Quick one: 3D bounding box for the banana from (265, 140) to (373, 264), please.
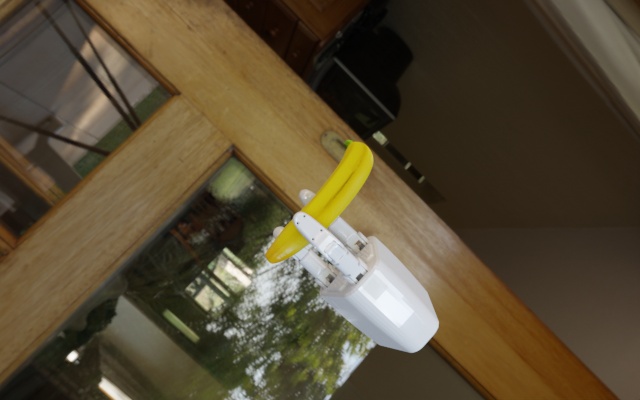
[{"bbox_3d":[0.011,-0.005,0.548,0.037,0.197,0.069,44,-29,-13],"label":"banana"}]
